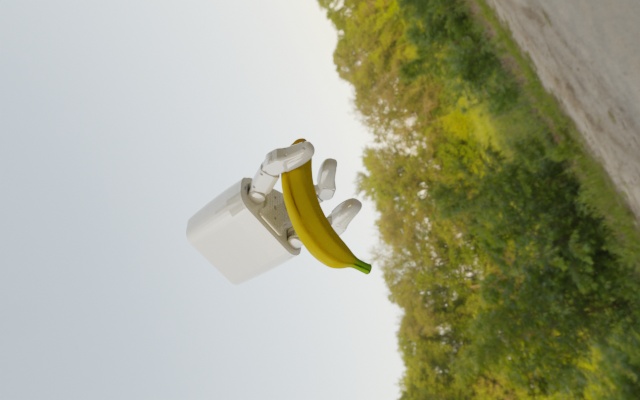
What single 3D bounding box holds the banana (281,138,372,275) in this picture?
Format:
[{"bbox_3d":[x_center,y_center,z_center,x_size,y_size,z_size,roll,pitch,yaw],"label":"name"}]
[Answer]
[{"bbox_3d":[-0.011,0.002,0.547,0.069,0.197,0.037,9,-42,-48],"label":"banana"}]
